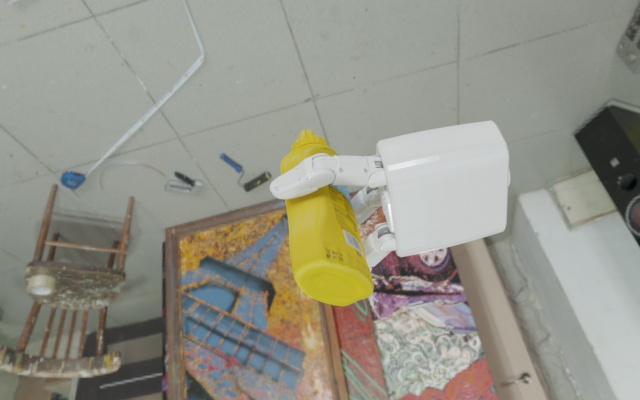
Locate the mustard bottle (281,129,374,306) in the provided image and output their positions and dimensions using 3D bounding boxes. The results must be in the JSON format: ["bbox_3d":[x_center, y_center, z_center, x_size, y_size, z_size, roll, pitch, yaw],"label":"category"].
[{"bbox_3d":[0.000,0.002,0.475,0.058,0.191,0.096,-27,-39,21],"label":"mustard bottle"}]
